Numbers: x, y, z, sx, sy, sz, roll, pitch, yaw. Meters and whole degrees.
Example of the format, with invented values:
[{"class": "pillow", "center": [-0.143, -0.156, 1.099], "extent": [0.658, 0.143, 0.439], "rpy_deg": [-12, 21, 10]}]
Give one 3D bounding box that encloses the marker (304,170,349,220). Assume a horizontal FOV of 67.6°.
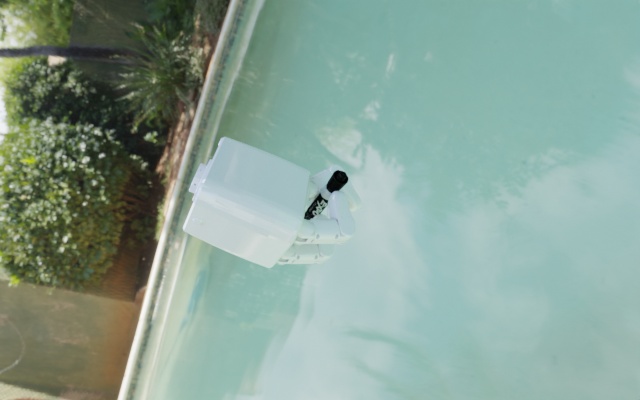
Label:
[{"class": "marker", "center": [0.000, 0.002, 0.563], "extent": [0.020, 0.020, 0.121], "rpy_deg": [0, -30, -28]}]
